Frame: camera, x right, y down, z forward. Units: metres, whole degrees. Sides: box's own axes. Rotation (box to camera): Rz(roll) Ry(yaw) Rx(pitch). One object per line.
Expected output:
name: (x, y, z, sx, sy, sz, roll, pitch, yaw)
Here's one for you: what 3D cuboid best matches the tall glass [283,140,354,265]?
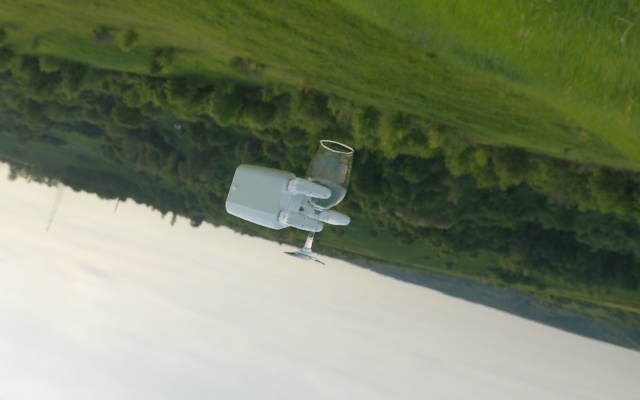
tall glass: (0.000, 0.003, 0.808, 0.079, 0.201, 0.079, 17, -5, 2)
